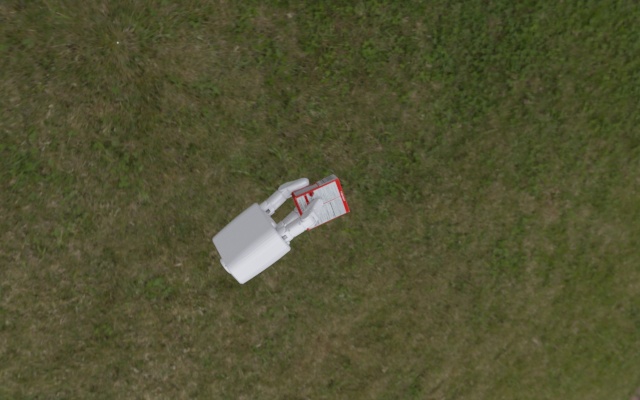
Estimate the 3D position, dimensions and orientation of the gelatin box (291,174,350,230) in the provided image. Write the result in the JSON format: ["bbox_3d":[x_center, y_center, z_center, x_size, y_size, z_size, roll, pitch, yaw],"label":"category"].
[{"bbox_3d":[0.001,0.003,0.873,0.089,0.073,0.030,-24,27,-6],"label":"gelatin box"}]
